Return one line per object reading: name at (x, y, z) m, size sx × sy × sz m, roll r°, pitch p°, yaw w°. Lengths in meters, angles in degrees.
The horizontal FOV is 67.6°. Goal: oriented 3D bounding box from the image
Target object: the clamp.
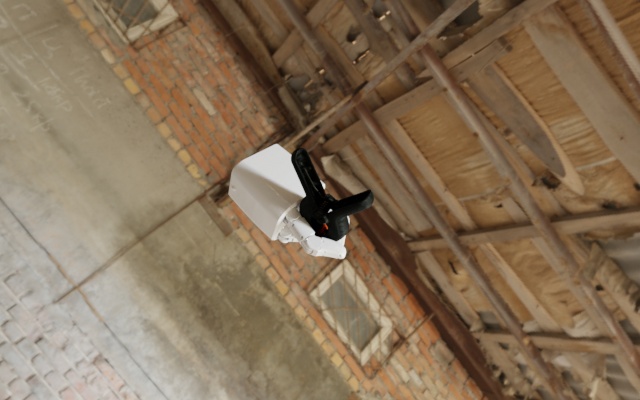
clamp at (0.001, 0.002, 0.652) m, size 0.039 × 0.120 × 0.172 m, roll -41°, pitch -12°, yaw -31°
